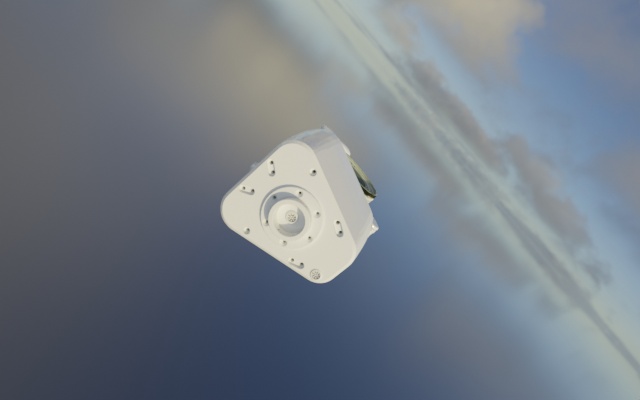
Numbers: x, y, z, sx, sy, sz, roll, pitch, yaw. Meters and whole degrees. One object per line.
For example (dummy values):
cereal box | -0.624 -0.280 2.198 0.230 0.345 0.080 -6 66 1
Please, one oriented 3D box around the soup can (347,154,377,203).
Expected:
soup can | 0.000 0.001 0.506 0.102 0.068 0.068 -40 -13 16
